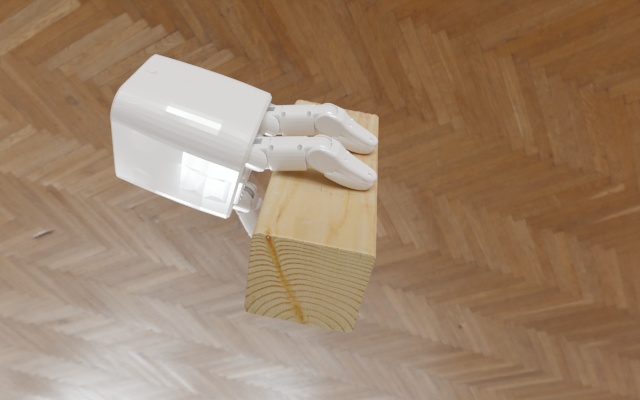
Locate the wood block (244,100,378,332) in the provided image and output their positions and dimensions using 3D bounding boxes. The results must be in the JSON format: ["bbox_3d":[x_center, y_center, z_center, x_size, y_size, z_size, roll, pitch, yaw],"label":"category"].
[{"bbox_3d":[0.000,0.002,0.433,0.090,0.091,0.206,11,39,-1],"label":"wood block"}]
